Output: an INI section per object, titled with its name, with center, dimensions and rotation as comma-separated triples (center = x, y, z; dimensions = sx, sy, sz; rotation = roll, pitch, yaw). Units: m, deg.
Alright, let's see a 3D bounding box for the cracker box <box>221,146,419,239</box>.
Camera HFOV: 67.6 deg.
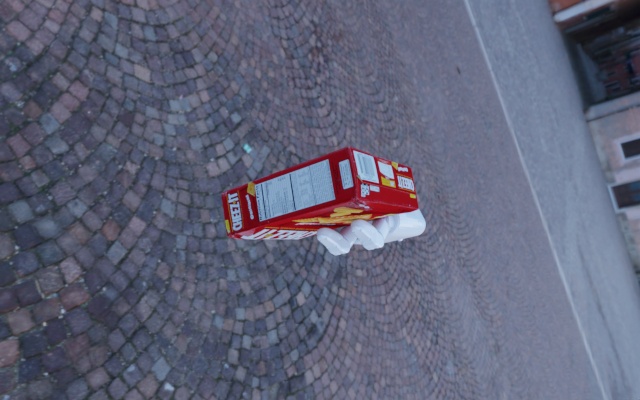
[cracker box]
center = 0.000, 0.002, 0.650
dimensions = 0.214, 0.072, 0.164
rotation = -17, -15, 33
